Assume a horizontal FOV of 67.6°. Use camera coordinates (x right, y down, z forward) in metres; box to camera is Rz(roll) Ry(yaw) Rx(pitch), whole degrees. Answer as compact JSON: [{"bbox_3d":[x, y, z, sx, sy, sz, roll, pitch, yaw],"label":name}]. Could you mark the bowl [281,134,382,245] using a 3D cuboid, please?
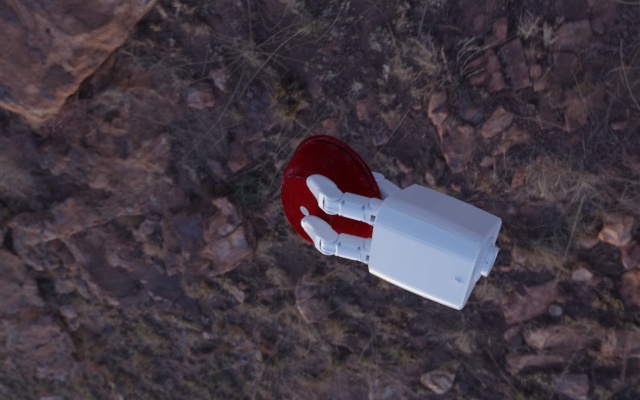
[{"bbox_3d":[-0.001,0.002,0.600,0.055,0.162,0.162,-29,18,-36],"label":"bowl"}]
